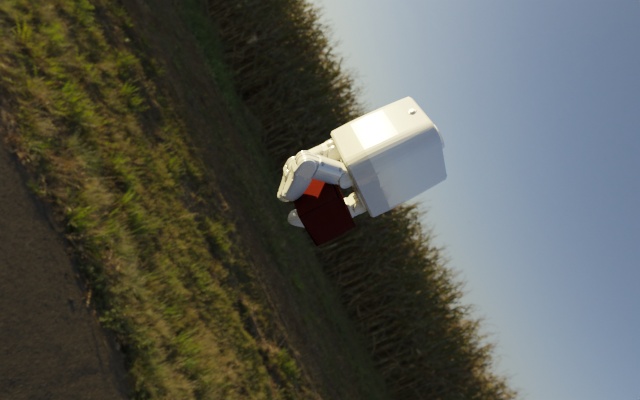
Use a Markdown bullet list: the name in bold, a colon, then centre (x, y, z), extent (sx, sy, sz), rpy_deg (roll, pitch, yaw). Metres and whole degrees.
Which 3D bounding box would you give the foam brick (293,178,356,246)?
- **foam brick**: centre (0.000, 0.002, 0.556), extent (0.051, 0.053, 0.078), rpy_deg (-26, 40, 5)
